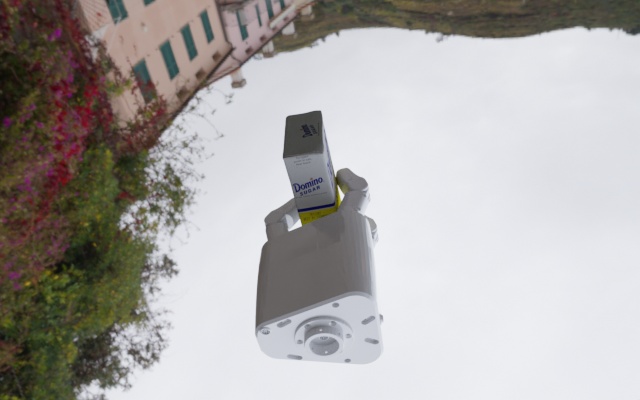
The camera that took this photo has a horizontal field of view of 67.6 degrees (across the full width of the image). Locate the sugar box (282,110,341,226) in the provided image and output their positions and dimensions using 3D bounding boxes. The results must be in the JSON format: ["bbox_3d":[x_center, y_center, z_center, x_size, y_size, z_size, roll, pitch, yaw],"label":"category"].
[{"bbox_3d":[0.001,0.002,0.521,0.048,0.176,0.093,-8,35,4],"label":"sugar box"}]
